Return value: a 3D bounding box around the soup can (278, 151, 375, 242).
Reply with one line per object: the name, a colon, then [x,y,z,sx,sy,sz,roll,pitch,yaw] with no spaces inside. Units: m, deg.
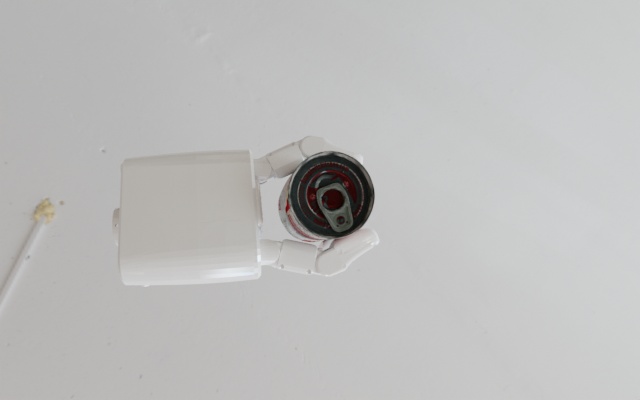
soup can: [0.000,0.001,0.413,0.068,0.068,0.102,0,-7,-10]
